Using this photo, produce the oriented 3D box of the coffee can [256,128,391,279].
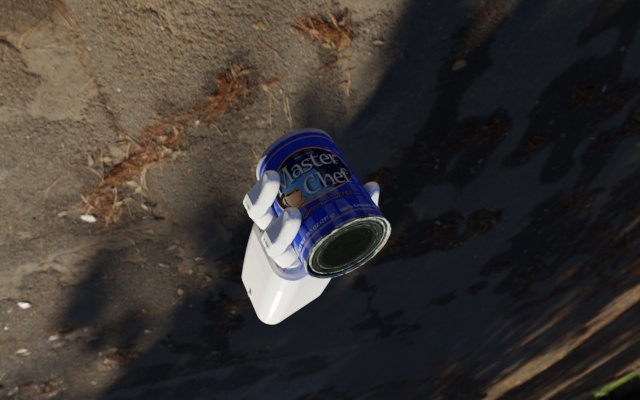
[{"bbox_3d":[0.000,0.002,0.541,0.103,0.140,0.103,-21,-35,-15],"label":"coffee can"}]
